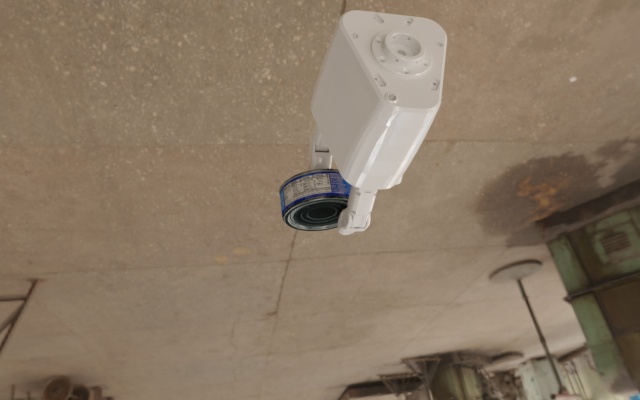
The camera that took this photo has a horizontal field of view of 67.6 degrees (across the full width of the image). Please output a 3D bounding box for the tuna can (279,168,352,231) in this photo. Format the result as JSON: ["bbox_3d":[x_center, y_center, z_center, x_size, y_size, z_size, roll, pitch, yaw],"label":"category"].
[{"bbox_3d":[0.000,0.002,0.507,0.086,0.033,0.086,-6,-26,-3],"label":"tuna can"}]
